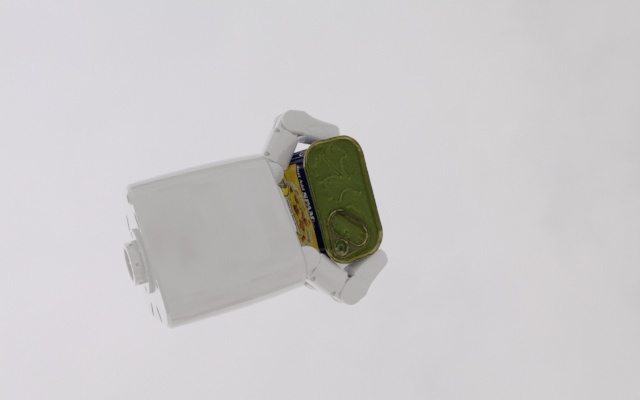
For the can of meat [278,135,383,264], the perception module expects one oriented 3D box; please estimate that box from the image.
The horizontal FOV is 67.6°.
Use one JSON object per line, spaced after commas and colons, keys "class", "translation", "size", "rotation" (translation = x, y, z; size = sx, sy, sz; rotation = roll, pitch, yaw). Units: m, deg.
{"class": "can of meat", "translation": [0.000, 0.001, 0.420], "size": [0.057, 0.102, 0.084], "rotation": [-18, 5, -29]}
